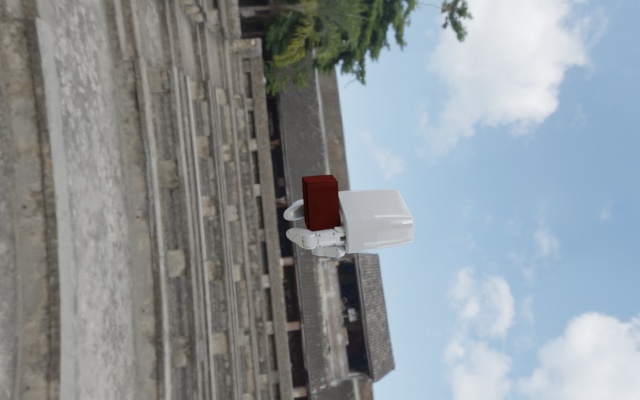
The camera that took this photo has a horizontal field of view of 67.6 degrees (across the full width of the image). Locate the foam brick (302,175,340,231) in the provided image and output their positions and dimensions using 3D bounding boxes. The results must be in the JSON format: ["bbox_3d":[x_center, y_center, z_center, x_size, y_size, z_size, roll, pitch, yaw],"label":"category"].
[{"bbox_3d":[0.000,0.002,0.745,0.051,0.078,0.053,-5,17,-6],"label":"foam brick"}]
